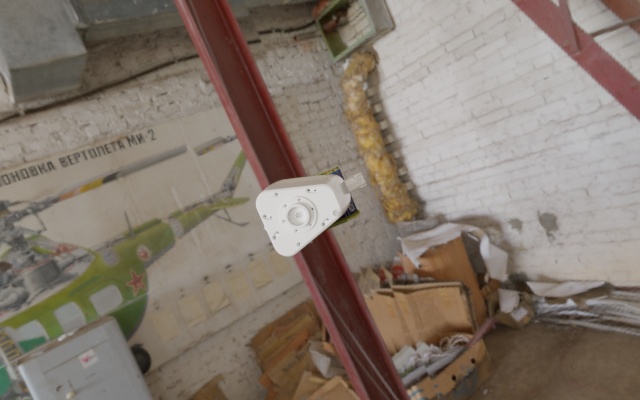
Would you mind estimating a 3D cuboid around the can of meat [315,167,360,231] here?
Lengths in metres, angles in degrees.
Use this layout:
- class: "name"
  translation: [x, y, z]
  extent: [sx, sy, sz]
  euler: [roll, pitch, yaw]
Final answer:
- class: "can of meat"
  translation: [0.000, 0.002, 0.761]
  extent: [0.102, 0.084, 0.057]
  euler: [-23, 5, 13]
